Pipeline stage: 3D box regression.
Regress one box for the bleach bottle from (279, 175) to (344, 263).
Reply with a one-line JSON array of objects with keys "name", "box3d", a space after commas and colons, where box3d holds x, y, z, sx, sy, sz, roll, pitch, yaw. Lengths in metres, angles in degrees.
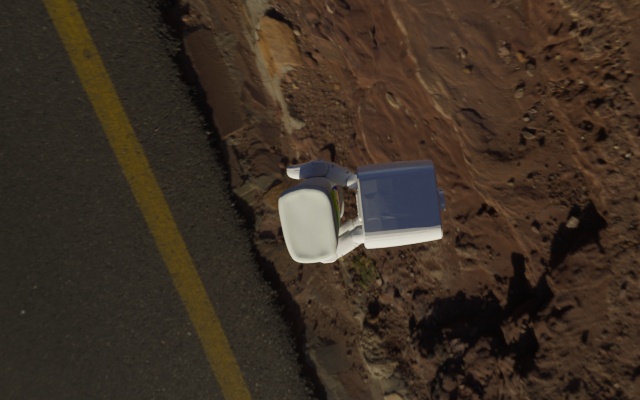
[{"name": "bleach bottle", "box3d": [0.000, 0.002, 0.698, 0.068, 0.102, 0.250, -7, 13, 9]}]
